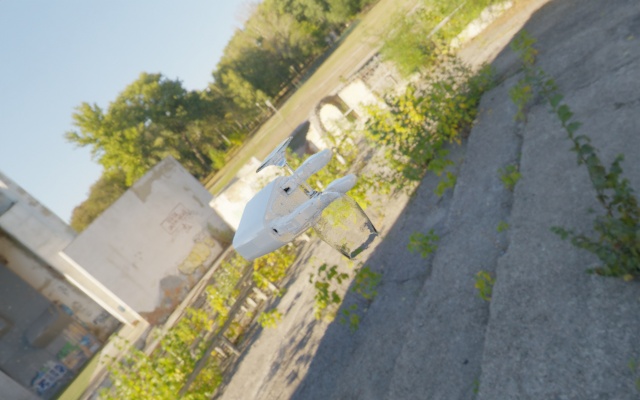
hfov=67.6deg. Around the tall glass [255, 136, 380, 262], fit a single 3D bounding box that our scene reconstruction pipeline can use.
[{"bbox_3d":[0.000,0.002,0.711,0.201,0.079,0.079,45,-13,-13],"label":"tall glass"}]
